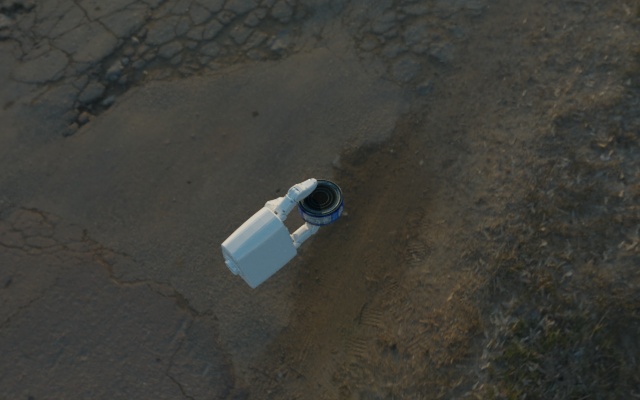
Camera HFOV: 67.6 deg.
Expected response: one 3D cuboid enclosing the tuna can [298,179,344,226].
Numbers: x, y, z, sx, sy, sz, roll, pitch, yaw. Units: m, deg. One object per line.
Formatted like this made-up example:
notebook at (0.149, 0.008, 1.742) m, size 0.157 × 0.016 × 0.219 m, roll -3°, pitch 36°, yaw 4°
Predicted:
tuna can at (0.000, 0.003, 0.882) m, size 0.086 × 0.086 × 0.034 m, roll 0°, pitch -36°, yaw 4°
